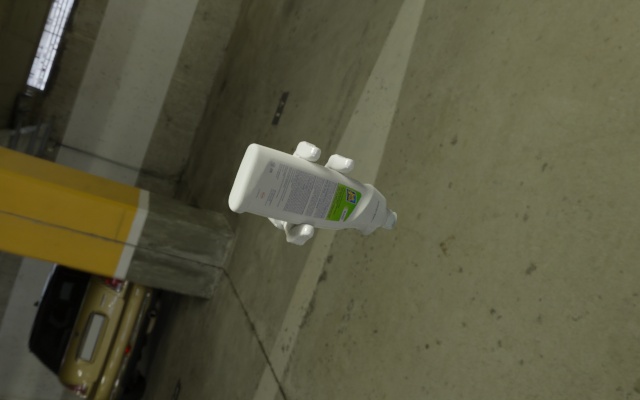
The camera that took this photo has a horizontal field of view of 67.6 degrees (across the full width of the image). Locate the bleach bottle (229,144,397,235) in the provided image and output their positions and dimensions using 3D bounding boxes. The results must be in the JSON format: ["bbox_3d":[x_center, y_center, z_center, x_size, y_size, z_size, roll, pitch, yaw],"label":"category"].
[{"bbox_3d":[0.000,0.002,0.710,0.251,0.102,0.068,19,7,-22],"label":"bleach bottle"}]
